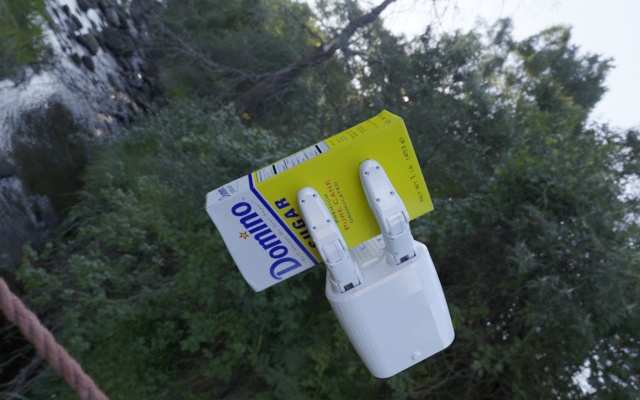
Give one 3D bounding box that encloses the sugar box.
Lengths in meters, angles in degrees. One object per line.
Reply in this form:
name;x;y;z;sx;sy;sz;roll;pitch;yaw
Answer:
sugar box;0.000;0.002;0.416;0.176;0.093;0.048;-27;23;-3
